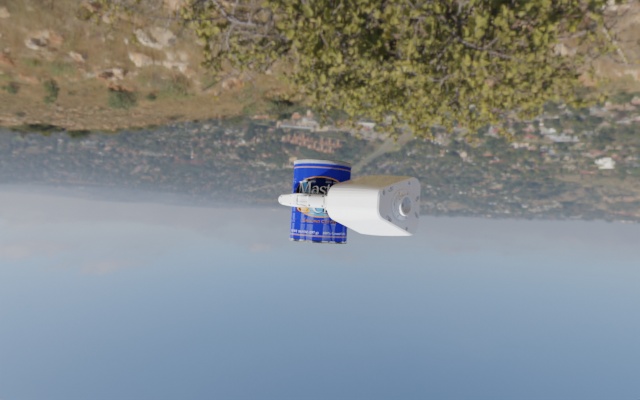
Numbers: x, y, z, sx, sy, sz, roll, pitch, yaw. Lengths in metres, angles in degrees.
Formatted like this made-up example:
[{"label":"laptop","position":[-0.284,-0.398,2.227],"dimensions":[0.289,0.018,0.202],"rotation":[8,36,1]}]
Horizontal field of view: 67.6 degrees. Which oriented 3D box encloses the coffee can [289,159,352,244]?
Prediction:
[{"label":"coffee can","position":[0.000,0.003,0.843],"dimensions":[0.103,0.140,0.103],"rotation":[4,-2,0]}]
